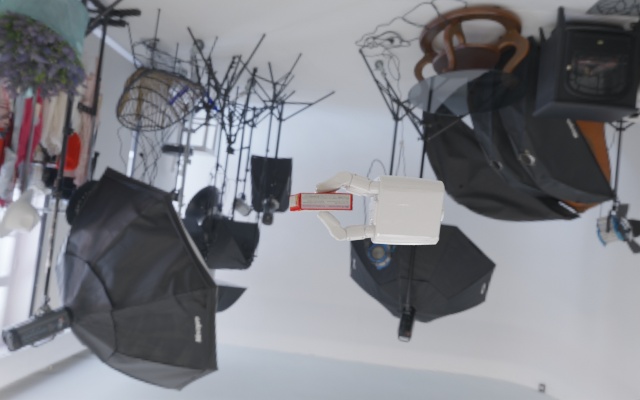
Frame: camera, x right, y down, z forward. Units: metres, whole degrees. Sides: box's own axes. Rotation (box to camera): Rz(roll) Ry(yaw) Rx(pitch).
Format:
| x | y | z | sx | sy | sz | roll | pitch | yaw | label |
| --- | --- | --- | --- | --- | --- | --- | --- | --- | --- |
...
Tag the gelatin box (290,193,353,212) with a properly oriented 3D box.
| x | y | z | sx | sy | sz | roll | pitch | yaw | label |
| --- | --- | --- | --- | --- | --- | --- | --- | --- | --- |
| 0.000 | 0.003 | 0.777 | 0.089 | 0.030 | 0.073 | 0 | -2 | -16 | gelatin box |
